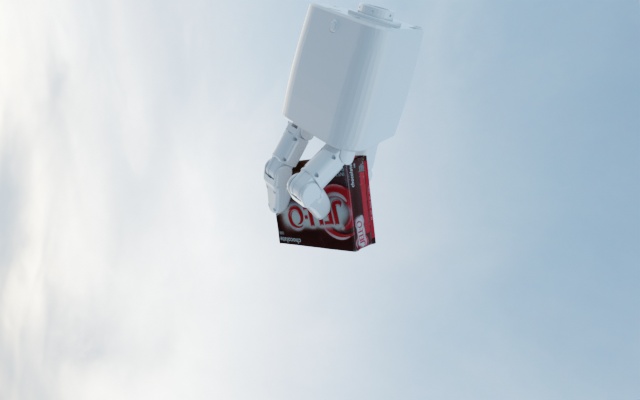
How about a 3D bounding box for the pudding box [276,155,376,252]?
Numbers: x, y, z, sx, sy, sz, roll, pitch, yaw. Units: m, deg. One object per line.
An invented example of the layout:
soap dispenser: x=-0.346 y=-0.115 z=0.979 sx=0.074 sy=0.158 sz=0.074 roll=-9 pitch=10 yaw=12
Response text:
pudding box: x=0.000 y=0.002 z=0.489 sx=0.039 sy=0.090 sz=0.113 roll=-13 pitch=10 yaw=-43
